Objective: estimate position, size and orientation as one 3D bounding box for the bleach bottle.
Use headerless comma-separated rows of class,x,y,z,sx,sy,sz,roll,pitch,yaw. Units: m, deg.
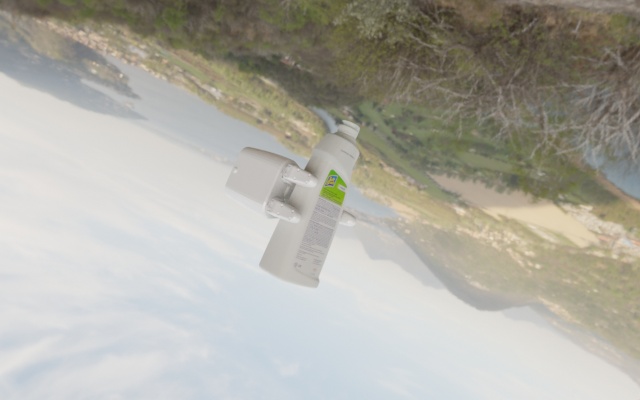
bleach bottle,0.000,0.002,0.719,0.068,0.251,0.102,23,-2,38
